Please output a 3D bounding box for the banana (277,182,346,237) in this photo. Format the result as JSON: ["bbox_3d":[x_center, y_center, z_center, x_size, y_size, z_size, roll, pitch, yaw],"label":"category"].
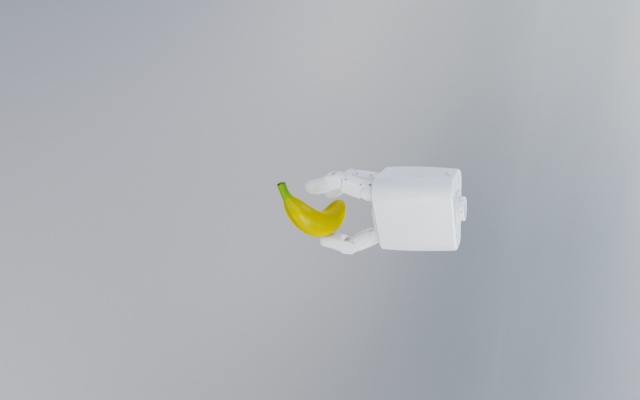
[{"bbox_3d":[-0.001,0.020,0.707,0.037,0.069,0.198,-6,-10,24],"label":"banana"}]
